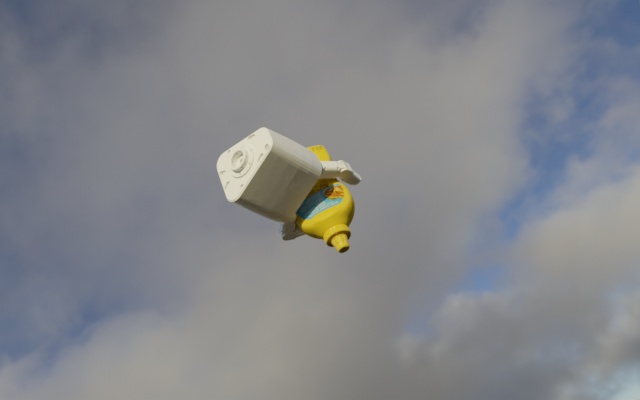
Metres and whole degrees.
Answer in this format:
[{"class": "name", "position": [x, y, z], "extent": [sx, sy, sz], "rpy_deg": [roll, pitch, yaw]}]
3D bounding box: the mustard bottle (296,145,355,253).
[{"class": "mustard bottle", "position": [0.000, 0.002, 0.753], "extent": [0.096, 0.191, 0.058], "rpy_deg": [-27, -37, 1]}]
